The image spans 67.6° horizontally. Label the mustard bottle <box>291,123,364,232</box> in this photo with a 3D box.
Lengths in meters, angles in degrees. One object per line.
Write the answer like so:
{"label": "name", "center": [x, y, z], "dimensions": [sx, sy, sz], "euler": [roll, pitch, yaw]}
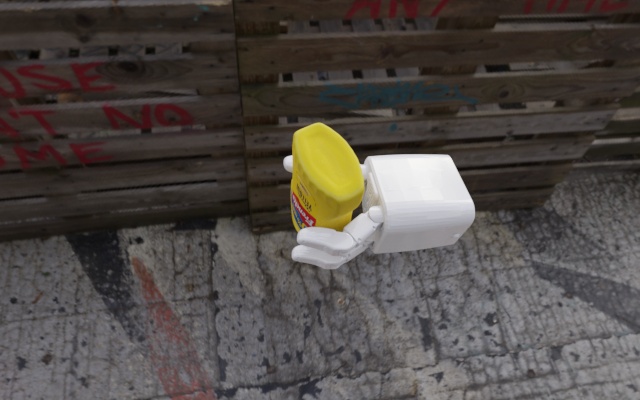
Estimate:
{"label": "mustard bottle", "center": [0.000, 0.002, 0.557], "dimensions": [0.058, 0.096, 0.192], "euler": [-27, -22, -18]}
